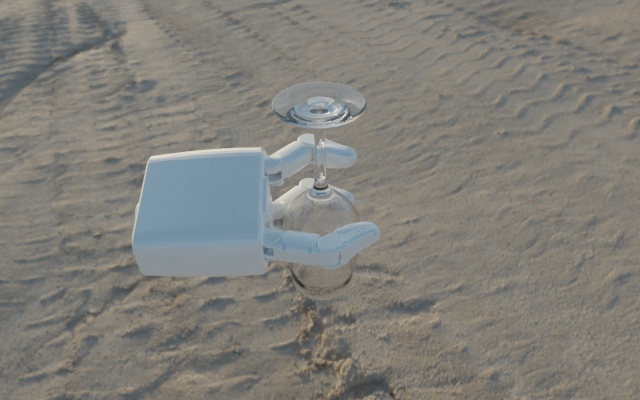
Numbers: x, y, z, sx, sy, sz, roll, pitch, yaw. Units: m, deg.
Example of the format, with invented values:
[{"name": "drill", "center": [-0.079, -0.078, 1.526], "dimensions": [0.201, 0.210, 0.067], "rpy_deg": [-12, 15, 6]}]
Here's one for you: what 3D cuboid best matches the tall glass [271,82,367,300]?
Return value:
[{"name": "tall glass", "center": [0.000, 0.001, 0.433], "dimensions": [0.079, 0.201, 0.079], "rpy_deg": [-1, 39, 1]}]
